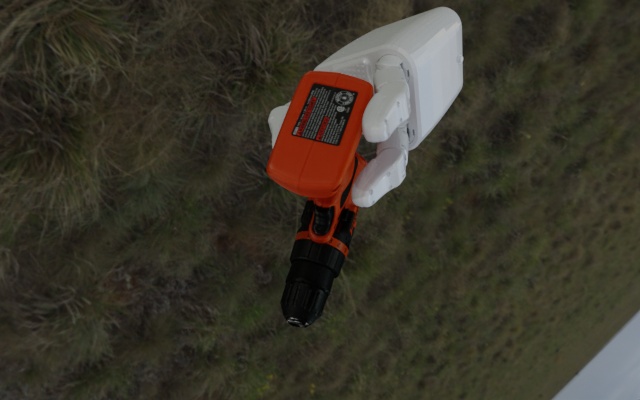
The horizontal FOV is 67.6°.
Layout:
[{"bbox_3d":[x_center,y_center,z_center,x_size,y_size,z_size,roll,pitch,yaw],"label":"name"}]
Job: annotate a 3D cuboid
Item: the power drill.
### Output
[{"bbox_3d":[0.000,0.001,0.404,0.057,0.184,0.188,13,-26,8],"label":"power drill"}]
